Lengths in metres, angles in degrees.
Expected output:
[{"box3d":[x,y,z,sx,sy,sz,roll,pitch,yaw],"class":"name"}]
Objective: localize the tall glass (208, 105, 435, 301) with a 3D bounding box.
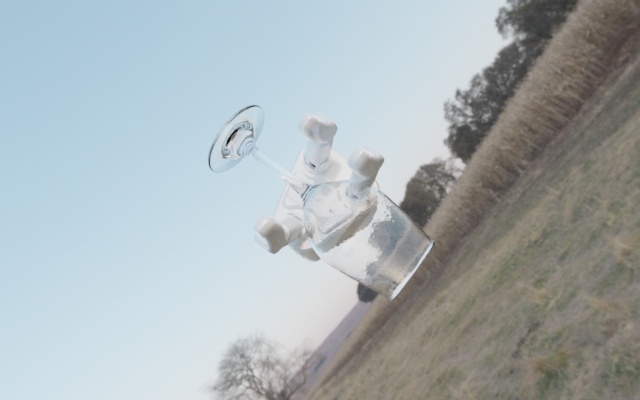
[{"box3d":[-0.001,0.001,0.420,0.201,0.079,0.079,37,9,13],"class":"tall glass"}]
